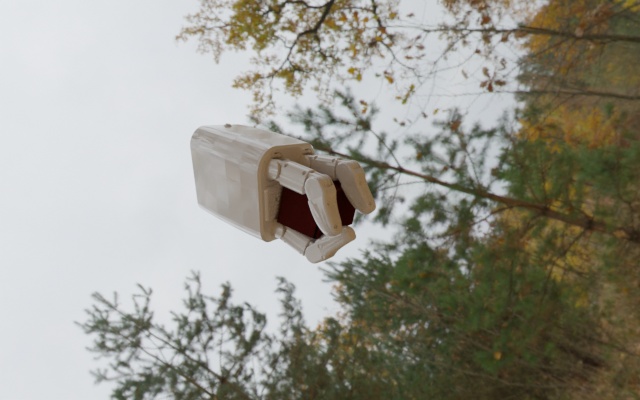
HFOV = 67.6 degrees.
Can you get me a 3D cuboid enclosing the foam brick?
[{"bbox_3d":[0.000,0.002,0.517,0.051,0.053,0.078,22,20,28],"label":"foam brick"}]
